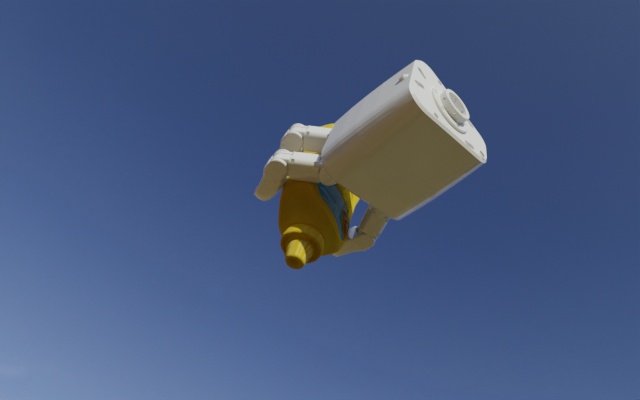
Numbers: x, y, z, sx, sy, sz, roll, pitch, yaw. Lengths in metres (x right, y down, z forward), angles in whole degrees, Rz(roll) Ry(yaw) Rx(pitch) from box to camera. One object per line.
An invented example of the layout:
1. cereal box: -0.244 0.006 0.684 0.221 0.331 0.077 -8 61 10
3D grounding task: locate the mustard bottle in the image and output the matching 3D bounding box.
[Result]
1. mustard bottle: 0.000 0.002 0.505 0.058 0.096 0.191 -10 31 23
